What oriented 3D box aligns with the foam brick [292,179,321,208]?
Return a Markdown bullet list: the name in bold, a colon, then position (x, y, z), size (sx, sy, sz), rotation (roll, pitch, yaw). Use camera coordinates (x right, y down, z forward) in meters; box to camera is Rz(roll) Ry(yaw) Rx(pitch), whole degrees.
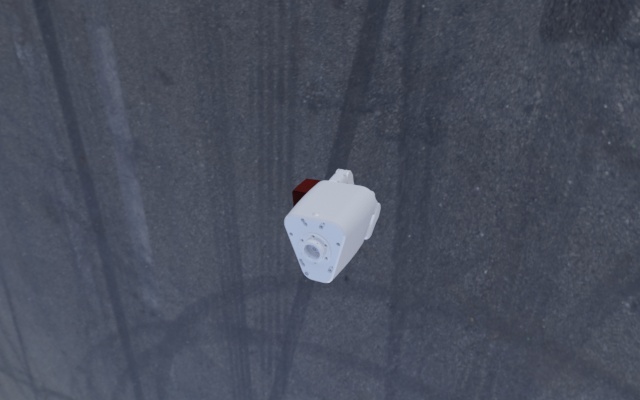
- **foam brick**: position (0.000, 0.003, 0.770), size (0.078, 0.053, 0.051), rotation (10, 31, 25)
